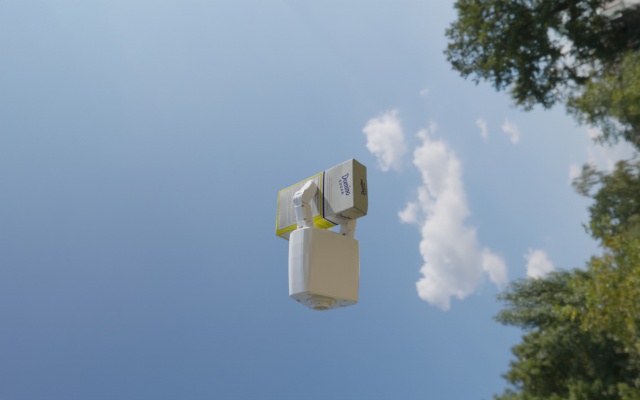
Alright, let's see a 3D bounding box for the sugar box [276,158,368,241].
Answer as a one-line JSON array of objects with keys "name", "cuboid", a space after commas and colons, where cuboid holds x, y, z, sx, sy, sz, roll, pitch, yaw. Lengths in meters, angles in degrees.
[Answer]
[{"name": "sugar box", "cuboid": [0.000, 0.003, 0.821, 0.176, 0.093, 0.048, -19, -33, 35]}]
